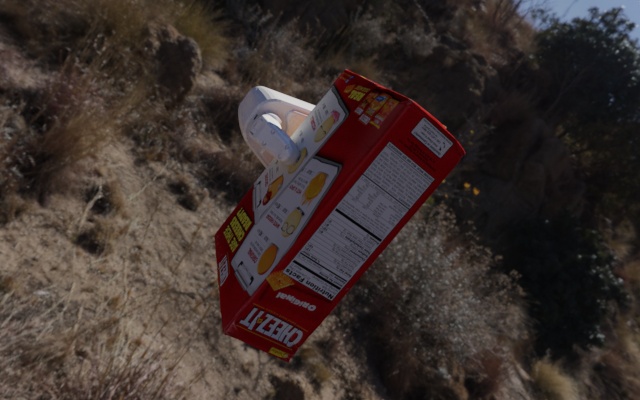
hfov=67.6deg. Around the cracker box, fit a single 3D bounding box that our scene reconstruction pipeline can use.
[{"bbox_3d":[0.000,0.001,0.411,0.072,0.214,0.164,34,10,-24],"label":"cracker box"}]
